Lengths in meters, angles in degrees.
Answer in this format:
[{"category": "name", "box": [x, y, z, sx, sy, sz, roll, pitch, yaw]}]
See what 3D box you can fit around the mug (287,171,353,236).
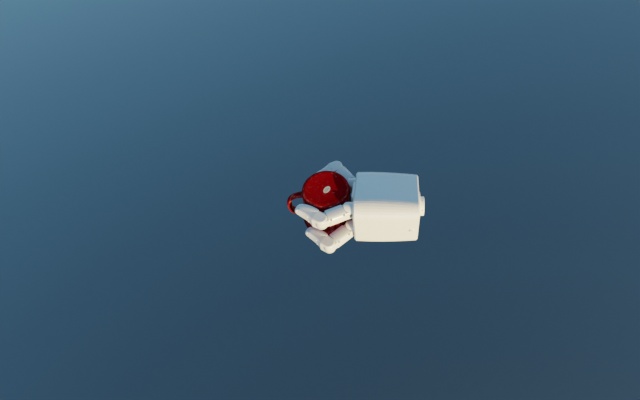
[{"category": "mug", "box": [-0.001, 0.003, 0.826, 0.117, 0.093, 0.082, 0, -35, 7]}]
